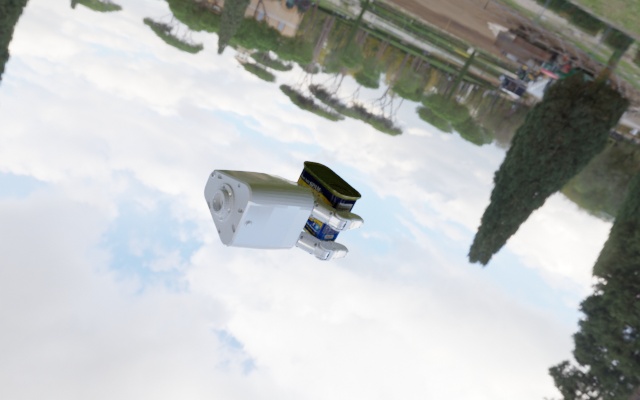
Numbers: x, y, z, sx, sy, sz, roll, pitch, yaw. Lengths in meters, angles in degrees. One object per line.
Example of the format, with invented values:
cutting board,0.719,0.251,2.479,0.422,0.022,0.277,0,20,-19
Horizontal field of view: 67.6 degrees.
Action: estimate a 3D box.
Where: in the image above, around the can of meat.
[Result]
can of meat,0.000,0.003,0.716,0.057,0.084,0.102,4,30,-47
